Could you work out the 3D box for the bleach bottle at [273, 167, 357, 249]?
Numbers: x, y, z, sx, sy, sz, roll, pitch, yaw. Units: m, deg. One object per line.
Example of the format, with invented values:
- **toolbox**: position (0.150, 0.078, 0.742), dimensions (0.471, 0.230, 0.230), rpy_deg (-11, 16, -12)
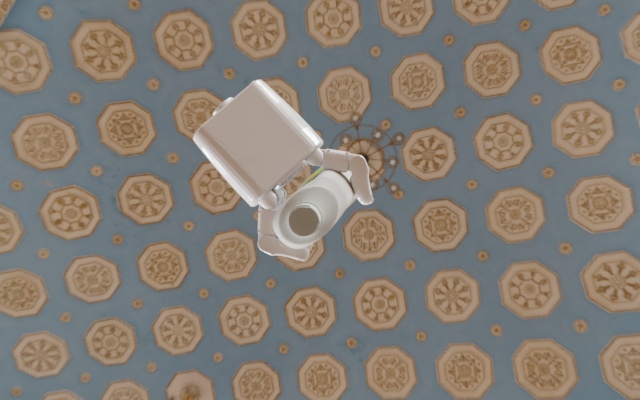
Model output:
- **bleach bottle**: position (0.000, 0.002, 0.561), dimensions (0.102, 0.068, 0.251), rpy_deg (-42, 1, 7)
